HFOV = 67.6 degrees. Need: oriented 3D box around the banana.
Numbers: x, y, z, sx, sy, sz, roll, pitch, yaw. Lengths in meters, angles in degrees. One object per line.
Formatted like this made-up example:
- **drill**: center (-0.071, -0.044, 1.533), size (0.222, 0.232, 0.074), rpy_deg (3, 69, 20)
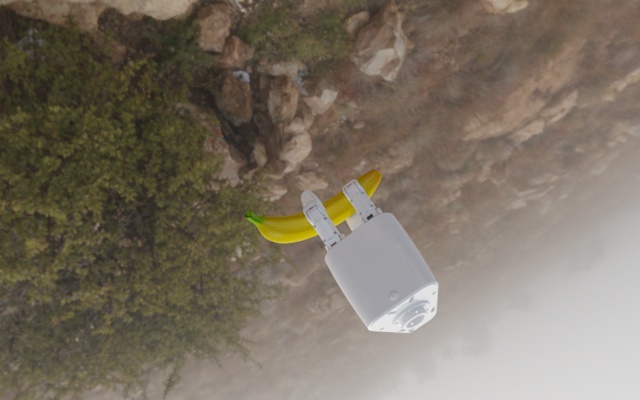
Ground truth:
- **banana**: center (-0.002, 0.016, 0.665), size (0.198, 0.070, 0.037), rpy_deg (-20, 49, -13)
